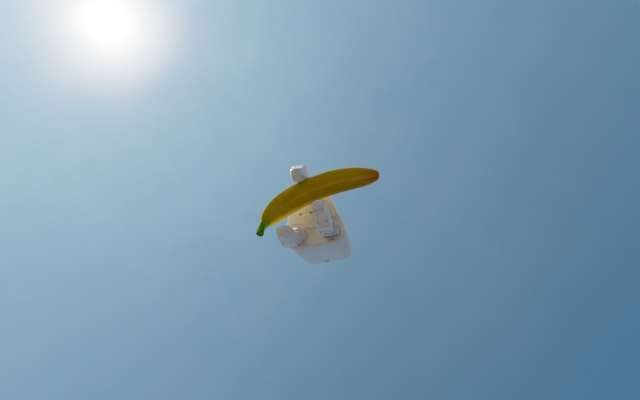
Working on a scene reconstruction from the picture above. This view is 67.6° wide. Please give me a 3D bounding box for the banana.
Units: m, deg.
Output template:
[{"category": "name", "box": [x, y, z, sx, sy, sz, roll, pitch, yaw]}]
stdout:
[{"category": "banana", "box": [-0.010, -0.007, 0.713, 0.198, 0.037, 0.069, -28, 44, -4]}]
